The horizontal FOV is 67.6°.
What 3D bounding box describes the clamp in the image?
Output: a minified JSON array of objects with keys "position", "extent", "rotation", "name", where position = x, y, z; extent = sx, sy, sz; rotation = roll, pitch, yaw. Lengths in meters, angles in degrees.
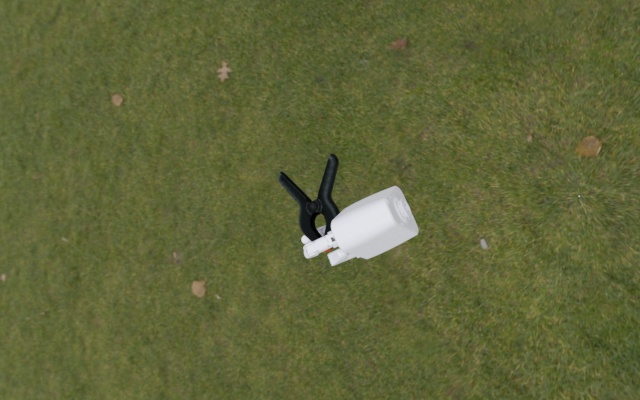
[{"position":[0.000,0.003,0.852],"extent":[0.120,0.171,0.039],"rotation":[-28,-12,26],"name":"clamp"}]
